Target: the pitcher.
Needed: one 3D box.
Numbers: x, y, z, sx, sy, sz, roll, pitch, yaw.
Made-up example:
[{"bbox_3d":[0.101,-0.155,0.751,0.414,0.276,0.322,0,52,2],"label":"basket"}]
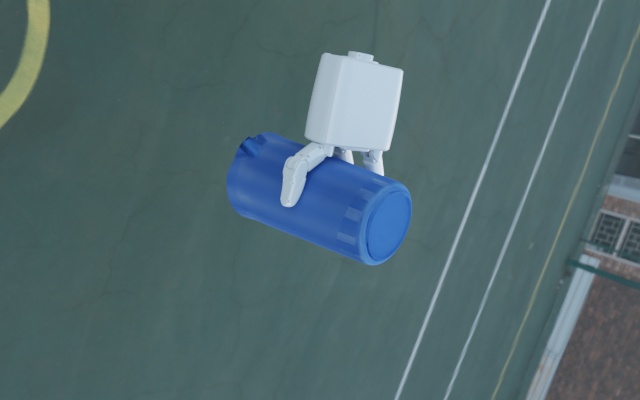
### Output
[{"bbox_3d":[0.000,0.002,0.654,0.242,0.145,0.149,22,18,38],"label":"pitcher"}]
